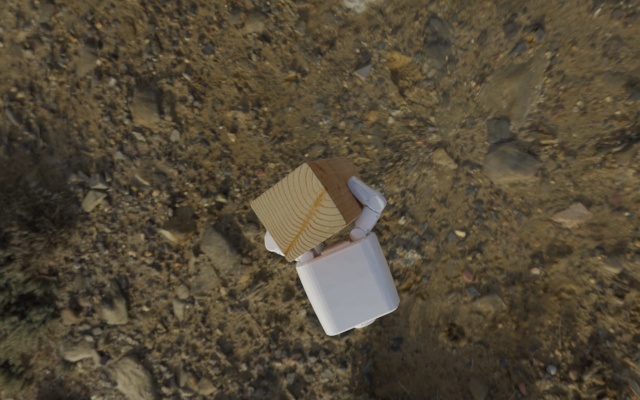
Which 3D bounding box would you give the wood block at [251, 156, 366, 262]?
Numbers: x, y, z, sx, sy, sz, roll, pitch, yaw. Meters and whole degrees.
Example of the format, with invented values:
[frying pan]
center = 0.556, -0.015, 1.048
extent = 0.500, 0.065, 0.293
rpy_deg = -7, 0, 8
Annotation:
[wood block]
center = 0.001, 0.002, 0.659
extent = 0.091, 0.090, 0.206
rpy_deg = -34, -2, 17
